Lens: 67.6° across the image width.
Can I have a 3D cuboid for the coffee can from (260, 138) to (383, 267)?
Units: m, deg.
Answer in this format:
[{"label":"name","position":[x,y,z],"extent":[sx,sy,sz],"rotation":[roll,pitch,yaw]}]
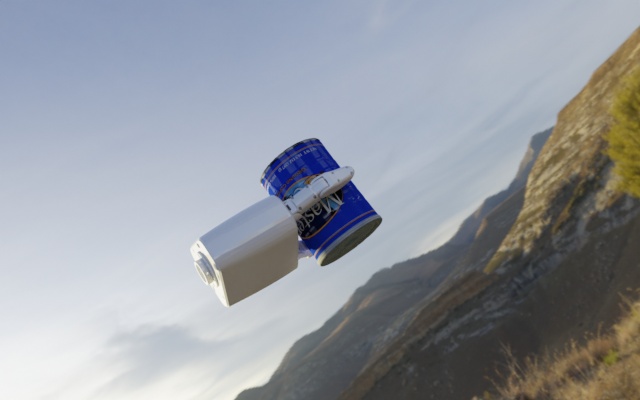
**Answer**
[{"label":"coffee can","position":[0.000,0.002,0.641],"extent":[0.103,0.140,0.103],"rotation":[-34,-16,-11]}]
